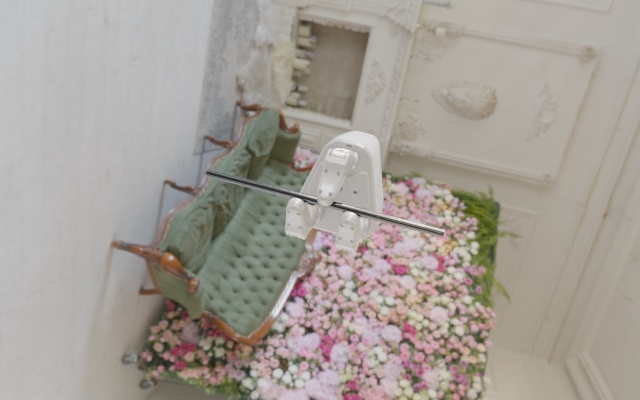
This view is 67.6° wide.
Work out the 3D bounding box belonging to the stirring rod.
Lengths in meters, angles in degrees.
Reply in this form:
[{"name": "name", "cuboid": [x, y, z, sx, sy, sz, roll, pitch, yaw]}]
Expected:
[{"name": "stirring rod", "cuboid": [0.000, 0.001, 0.465, 0.239, 0.011, 0.011, 14, 2, 10]}]
